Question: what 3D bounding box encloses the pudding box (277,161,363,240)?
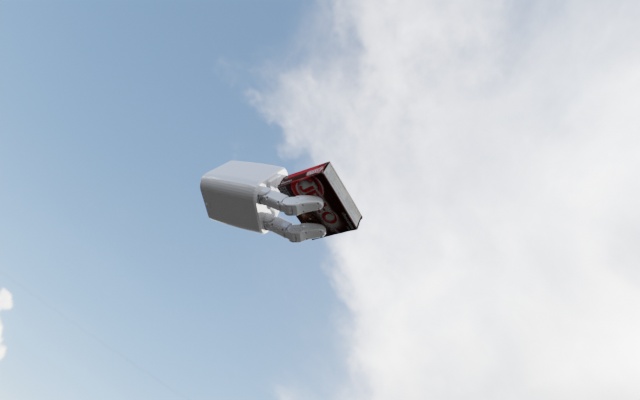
[{"bbox_3d":[0.000,0.002,0.743,0.090,0.113,0.039,-16,29,35],"label":"pudding box"}]
